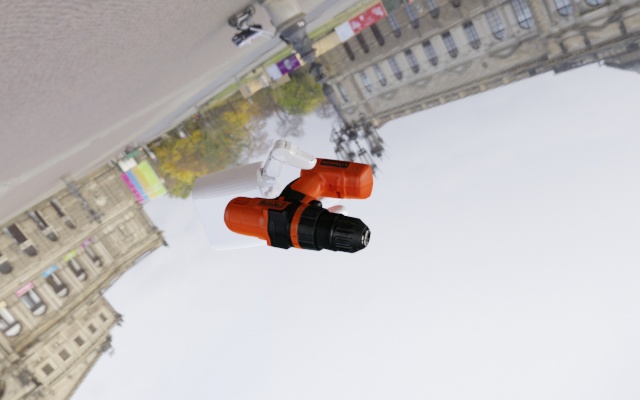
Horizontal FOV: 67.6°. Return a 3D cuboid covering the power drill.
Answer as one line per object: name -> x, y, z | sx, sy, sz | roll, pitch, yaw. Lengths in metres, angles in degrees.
power drill -> 0.000, 0.002, 0.604 | 0.184, 0.057, 0.187 | 10, 25, 25
